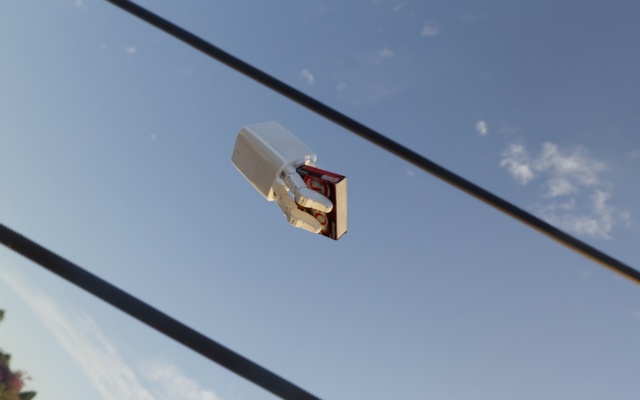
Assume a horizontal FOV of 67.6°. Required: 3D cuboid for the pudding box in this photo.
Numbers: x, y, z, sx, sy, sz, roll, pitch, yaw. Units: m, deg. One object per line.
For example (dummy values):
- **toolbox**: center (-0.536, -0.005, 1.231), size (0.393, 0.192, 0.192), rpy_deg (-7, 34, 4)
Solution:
- **pudding box**: center (0.000, 0.003, 0.812), size (0.090, 0.114, 0.039), rpy_deg (19, 39, 33)
